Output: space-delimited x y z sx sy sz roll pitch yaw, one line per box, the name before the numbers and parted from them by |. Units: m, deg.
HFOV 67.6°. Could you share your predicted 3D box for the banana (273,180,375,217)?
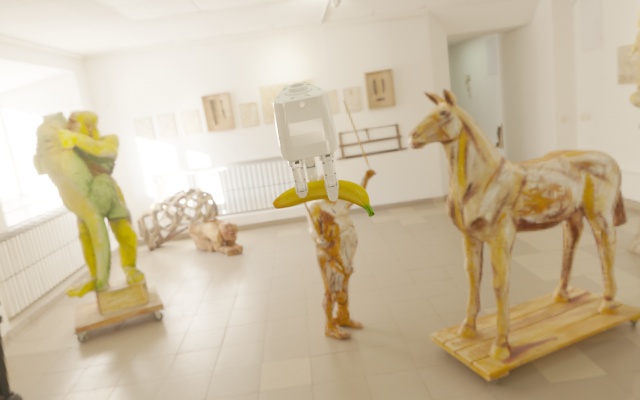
banana | 0.008 -0.010 0.906 0.198 0.069 0.037 3 -43 16
